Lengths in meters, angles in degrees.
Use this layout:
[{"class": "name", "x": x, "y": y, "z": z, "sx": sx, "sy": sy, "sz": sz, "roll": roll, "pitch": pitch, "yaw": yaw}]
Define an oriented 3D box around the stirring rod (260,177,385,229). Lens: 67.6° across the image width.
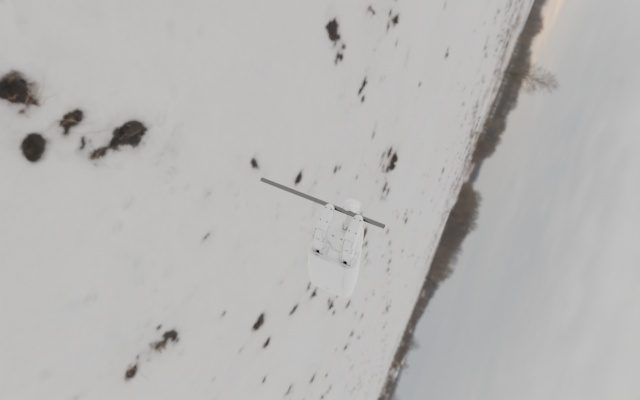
[{"class": "stirring rod", "x": 0.000, "y": 0.003, "z": 0.840, "sx": 0.239, "sy": 0.011, "sz": 0.011, "roll": 21, "pitch": 6, "yaw": 16}]
